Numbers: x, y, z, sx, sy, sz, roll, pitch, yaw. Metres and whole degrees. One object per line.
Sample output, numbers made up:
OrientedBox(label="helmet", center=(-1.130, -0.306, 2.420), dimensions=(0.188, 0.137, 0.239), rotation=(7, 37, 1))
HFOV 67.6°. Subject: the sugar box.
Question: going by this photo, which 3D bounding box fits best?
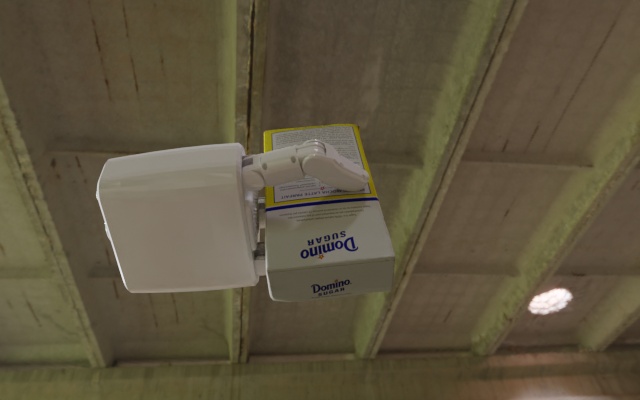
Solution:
OrientedBox(label="sugar box", center=(0.000, 0.002, 0.406), dimensions=(0.093, 0.048, 0.176), rotation=(-5, 44, -2))
